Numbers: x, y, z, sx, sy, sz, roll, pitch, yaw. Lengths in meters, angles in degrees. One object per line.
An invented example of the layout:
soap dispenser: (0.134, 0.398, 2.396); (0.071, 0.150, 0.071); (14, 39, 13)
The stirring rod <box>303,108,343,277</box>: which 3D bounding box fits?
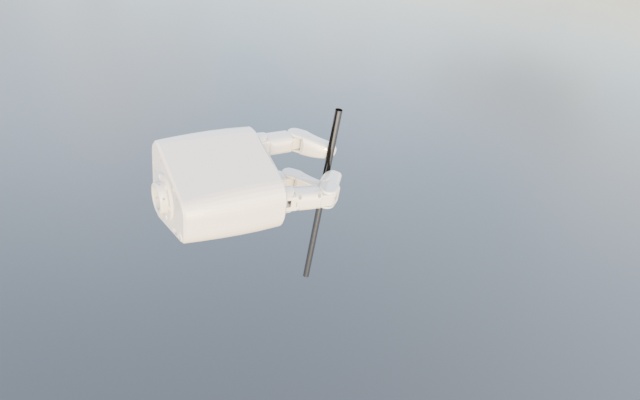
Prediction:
stirring rod: (0.000, 0.002, 0.576); (0.011, 0.240, 0.011); (8, 33, -5)
